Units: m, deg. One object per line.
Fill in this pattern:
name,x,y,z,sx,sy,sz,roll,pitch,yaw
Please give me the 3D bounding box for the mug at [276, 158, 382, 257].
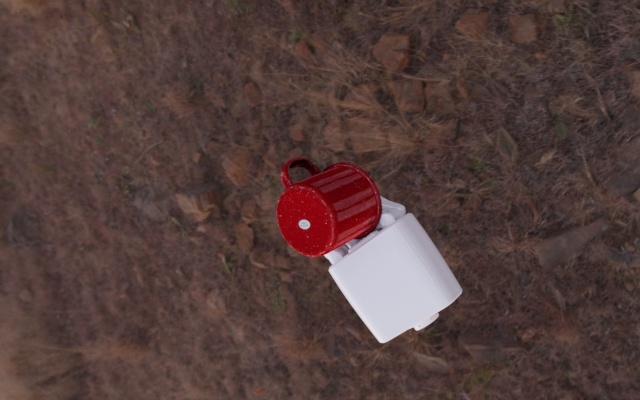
mug,-0.001,0.001,0.523,0.081,0.117,0.093,-24,-14,-49
